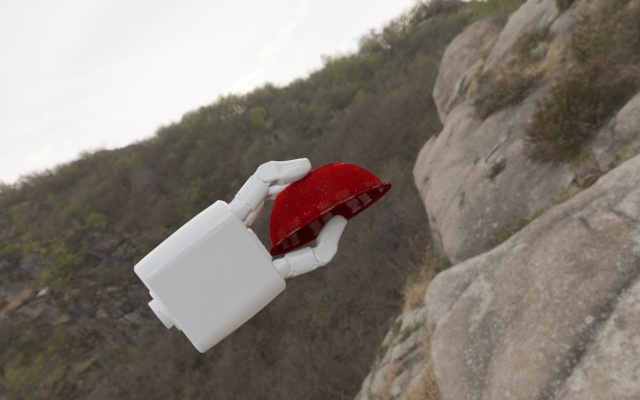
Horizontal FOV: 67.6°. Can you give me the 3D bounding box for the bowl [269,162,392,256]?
[{"bbox_3d":[0.001,0.001,0.557,0.162,0.055,0.162,-28,-10,-6],"label":"bowl"}]
